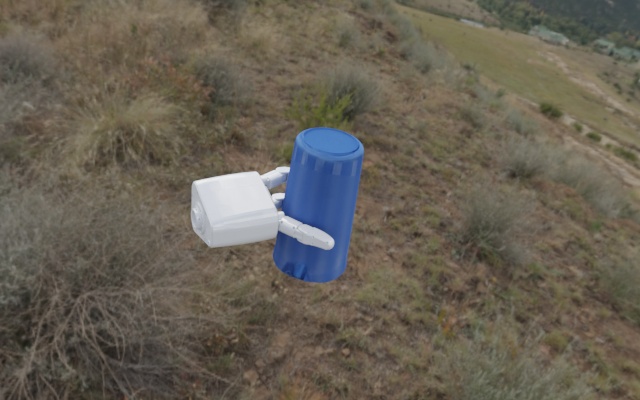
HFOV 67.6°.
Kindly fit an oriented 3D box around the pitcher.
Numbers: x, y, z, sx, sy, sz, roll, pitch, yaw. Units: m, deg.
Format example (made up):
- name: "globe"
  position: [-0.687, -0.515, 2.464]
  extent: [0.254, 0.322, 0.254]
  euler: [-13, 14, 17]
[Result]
- name: "pitcher"
  position: [0.000, 0.003, 0.804]
  extent: [0.145, 0.243, 0.149]
  euler: [-9, 37, -28]
